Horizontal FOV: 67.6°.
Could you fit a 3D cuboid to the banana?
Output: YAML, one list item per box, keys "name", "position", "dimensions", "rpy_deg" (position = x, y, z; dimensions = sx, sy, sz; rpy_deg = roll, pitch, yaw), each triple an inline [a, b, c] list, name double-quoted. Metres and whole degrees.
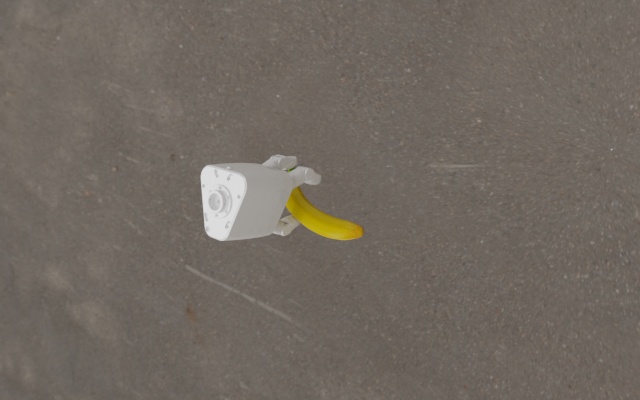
- name: "banana"
  position: [-0.011, 0.015, 0.819]
  dimensions: [0.197, 0.070, 0.037]
  rpy_deg: [44, 24, 26]
